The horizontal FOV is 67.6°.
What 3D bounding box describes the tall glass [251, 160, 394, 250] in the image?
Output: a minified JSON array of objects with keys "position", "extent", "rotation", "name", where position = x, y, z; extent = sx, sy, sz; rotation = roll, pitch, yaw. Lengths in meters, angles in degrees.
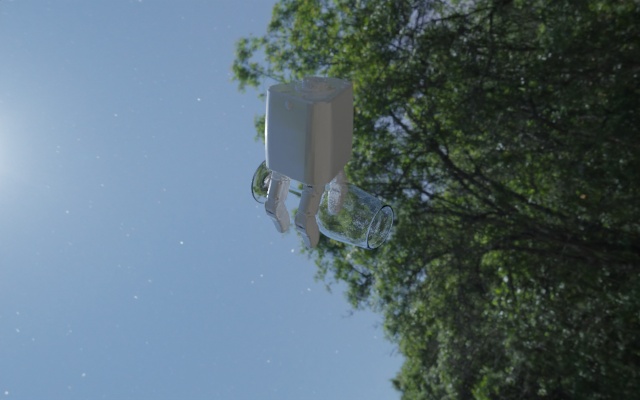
[{"position":[0.000,0.002,0.662],"extent":[0.201,0.079,0.079],"rotation":[23,13,32],"name":"tall glass"}]
